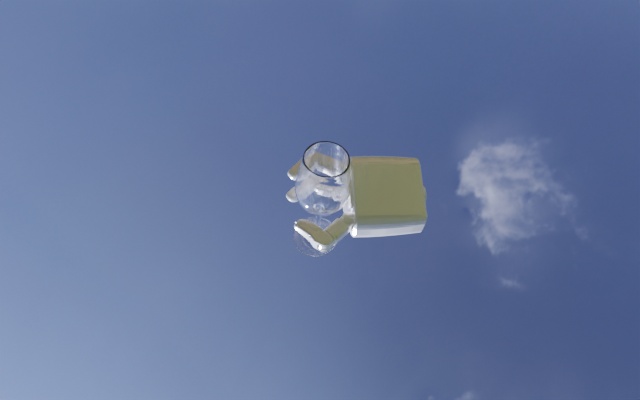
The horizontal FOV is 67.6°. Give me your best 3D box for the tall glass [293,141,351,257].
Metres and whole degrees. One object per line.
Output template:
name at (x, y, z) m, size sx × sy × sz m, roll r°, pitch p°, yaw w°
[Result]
tall glass at (0.000, 0.003, 0.697) m, size 0.079 × 0.079 × 0.201 m, roll 0°, pitch -34°, yaw -5°
